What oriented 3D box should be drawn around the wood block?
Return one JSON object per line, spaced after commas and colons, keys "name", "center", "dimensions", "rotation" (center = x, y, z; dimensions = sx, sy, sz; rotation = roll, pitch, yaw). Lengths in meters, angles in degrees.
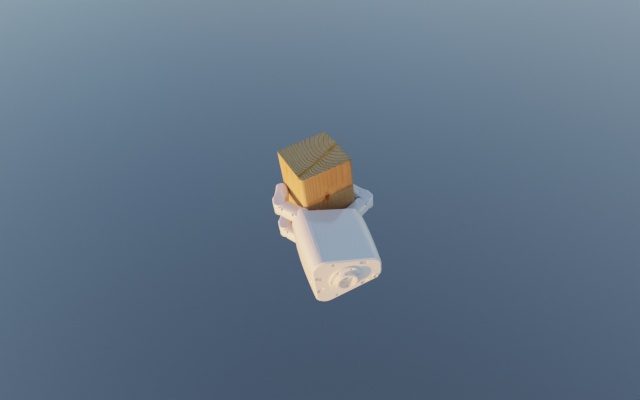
{"name": "wood block", "center": [0.001, 0.003, 0.810], "dimensions": [0.091, 0.206, 0.090], "rotation": [-24, 46, -16]}
